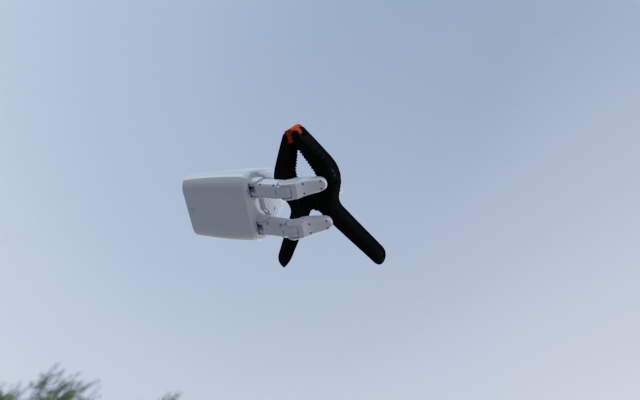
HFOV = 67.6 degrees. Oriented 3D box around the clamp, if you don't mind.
[{"bbox_3d":[0.000,0.001,0.640,0.164,0.210,0.036,1,24,24],"label":"clamp"}]
